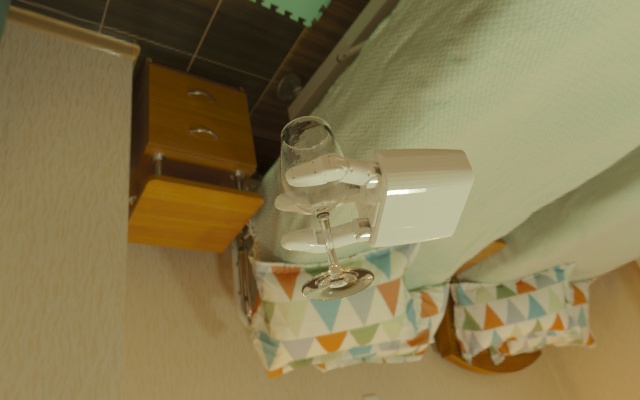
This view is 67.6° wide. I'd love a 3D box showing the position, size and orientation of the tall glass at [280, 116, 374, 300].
[{"bbox_3d":[0.000,0.002,0.526,0.079,0.201,0.079,-9,-31,-6],"label":"tall glass"}]
